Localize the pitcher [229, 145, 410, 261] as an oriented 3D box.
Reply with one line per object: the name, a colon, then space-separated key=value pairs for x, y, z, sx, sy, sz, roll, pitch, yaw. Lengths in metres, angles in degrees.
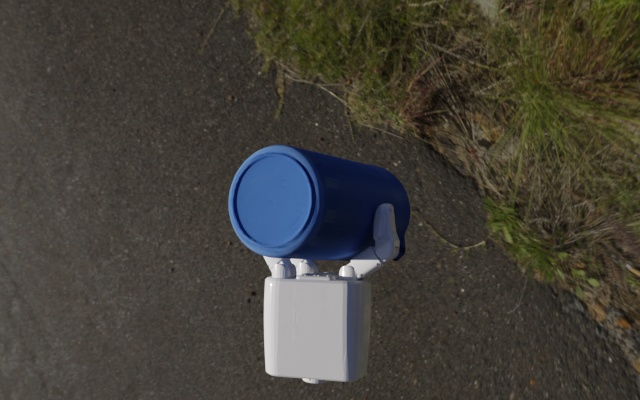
pitcher: x=0.000 y=0.002 z=0.554 sx=0.149 sy=0.145 sz=0.243 roll=-1 pitch=-5 yaw=26
